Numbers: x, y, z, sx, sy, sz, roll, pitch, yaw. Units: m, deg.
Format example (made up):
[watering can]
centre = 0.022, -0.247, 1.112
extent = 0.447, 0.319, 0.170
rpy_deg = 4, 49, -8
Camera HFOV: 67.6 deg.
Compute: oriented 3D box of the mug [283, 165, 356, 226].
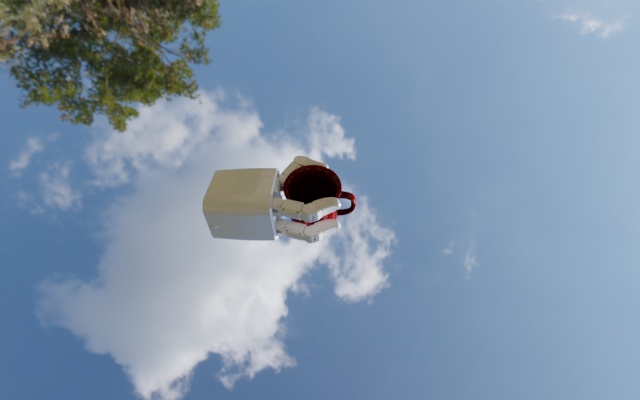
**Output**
[mug]
centre = 0.002, 0.003, 0.786
extent = 0.117, 0.093, 0.082
rpy_deg = 2, -36, 3
